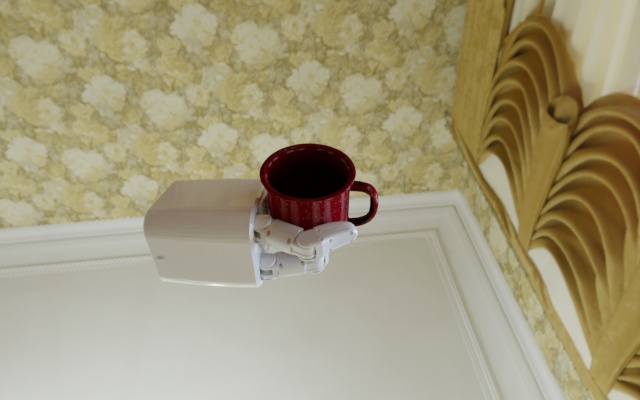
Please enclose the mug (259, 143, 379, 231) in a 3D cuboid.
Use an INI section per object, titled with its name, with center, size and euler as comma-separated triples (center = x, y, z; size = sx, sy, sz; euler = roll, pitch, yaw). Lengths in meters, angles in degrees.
[mug]
center = 0.002, 0.002, 0.485
size = 0.117, 0.082, 0.093
euler = 2, 41, 4
